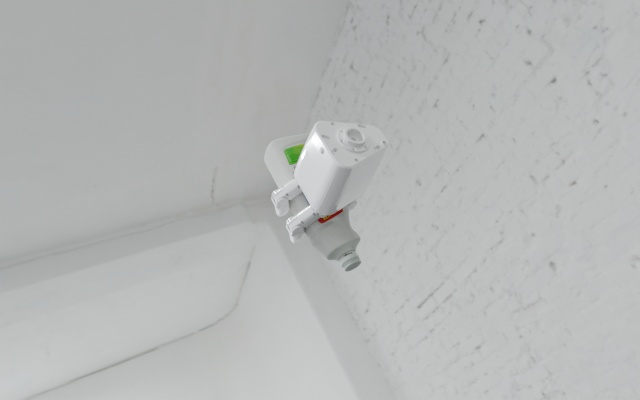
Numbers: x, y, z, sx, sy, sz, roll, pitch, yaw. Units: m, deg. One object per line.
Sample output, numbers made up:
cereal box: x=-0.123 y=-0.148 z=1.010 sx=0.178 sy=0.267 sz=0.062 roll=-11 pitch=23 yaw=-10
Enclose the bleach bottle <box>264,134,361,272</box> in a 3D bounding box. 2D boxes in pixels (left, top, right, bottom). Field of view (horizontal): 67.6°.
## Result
bleach bottle: x=0.000 y=0.003 z=0.787 sx=0.102 sy=0.250 sz=0.068 roll=-14 pitch=-32 yaw=-30
